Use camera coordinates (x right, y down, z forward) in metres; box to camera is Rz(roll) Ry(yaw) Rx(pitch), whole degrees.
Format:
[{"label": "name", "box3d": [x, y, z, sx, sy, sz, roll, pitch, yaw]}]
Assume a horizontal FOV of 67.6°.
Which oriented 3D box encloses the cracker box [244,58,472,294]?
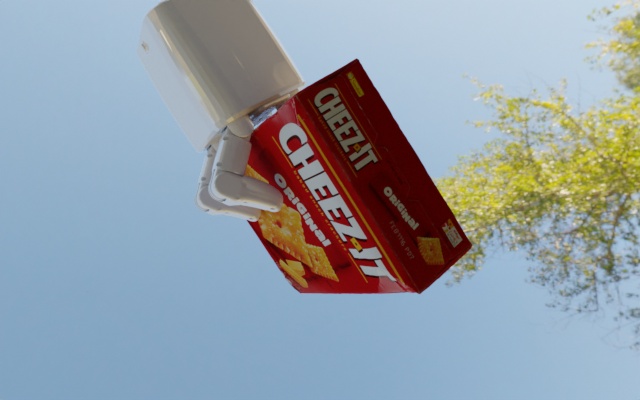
[{"label": "cracker box", "box3d": [0.000, 0.001, 0.422, 0.072, 0.164, 0.214, -37, 7, -27]}]
